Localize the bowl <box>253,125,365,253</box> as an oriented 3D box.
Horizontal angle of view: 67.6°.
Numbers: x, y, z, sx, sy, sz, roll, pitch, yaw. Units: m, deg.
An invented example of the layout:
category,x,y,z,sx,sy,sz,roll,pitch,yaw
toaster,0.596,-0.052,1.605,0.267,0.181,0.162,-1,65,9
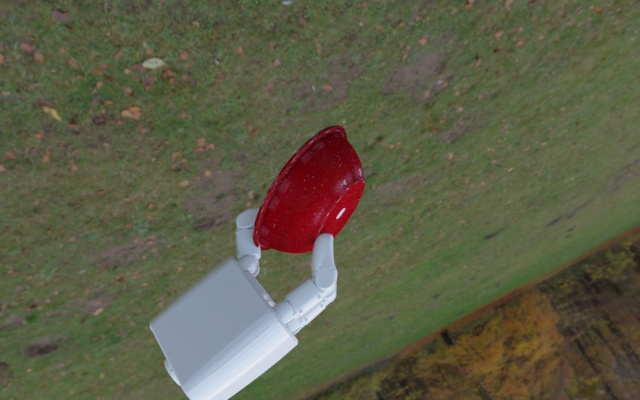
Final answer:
category,x,y,z,sx,sy,sz,roll,pitch,yaw
bowl,0.001,0.001,0.518,0.055,0.162,0.162,34,11,16
